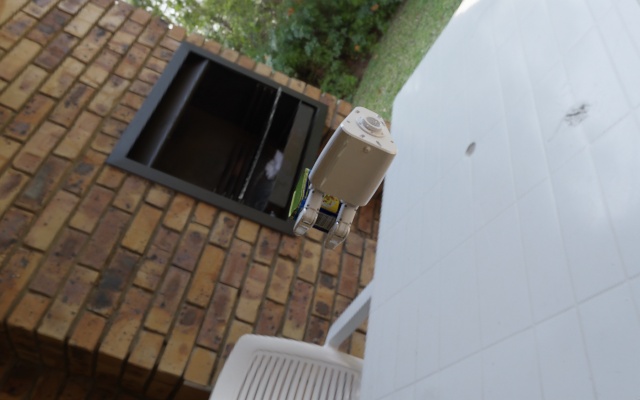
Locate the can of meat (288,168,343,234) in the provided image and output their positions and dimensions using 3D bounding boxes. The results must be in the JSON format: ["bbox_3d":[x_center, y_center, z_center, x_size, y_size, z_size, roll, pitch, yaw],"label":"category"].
[{"bbox_3d":[0.000,0.002,0.782,0.084,0.057,0.102,23,38,-12],"label":"can of meat"}]
